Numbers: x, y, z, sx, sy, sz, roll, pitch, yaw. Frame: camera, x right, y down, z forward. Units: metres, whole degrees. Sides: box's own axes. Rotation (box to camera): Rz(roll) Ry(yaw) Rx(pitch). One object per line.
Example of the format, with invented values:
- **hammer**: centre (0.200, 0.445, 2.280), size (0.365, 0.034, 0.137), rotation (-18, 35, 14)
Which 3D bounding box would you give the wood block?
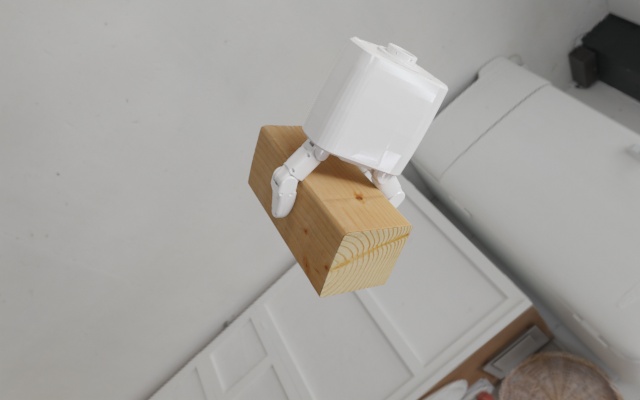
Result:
- **wood block**: centre (0.000, 0.002, 0.559), size (0.091, 0.090, 0.206), rotation (-4, 39, -32)
